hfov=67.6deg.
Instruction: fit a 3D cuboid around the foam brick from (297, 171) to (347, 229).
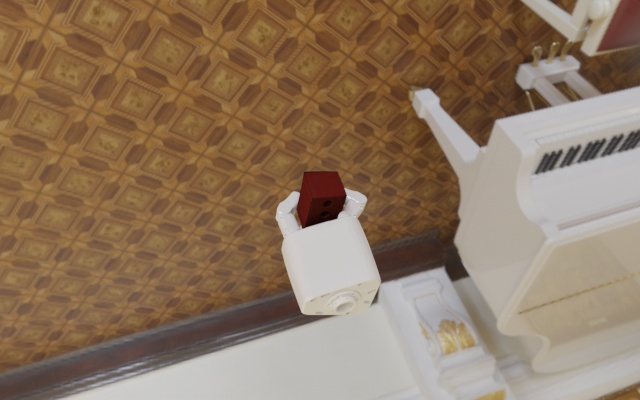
[{"bbox_3d":[0.000,0.002,0.692,0.053,0.051,0.078,-4,-42,-17],"label":"foam brick"}]
